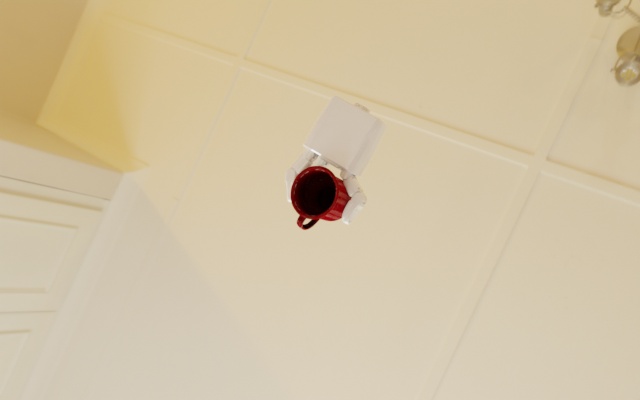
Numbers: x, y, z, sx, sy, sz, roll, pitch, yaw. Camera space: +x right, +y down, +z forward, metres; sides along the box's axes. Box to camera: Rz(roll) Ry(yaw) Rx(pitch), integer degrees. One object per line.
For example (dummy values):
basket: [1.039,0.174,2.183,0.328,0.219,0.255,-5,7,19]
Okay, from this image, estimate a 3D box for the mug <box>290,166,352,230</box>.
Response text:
mug: [0.000,0.004,0.847,0.093,0.117,0.081,34,6,27]
